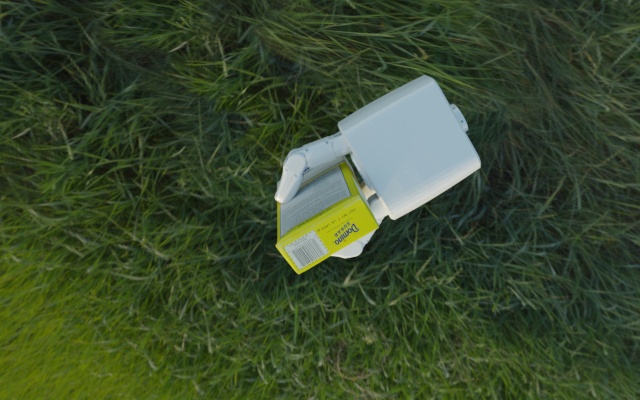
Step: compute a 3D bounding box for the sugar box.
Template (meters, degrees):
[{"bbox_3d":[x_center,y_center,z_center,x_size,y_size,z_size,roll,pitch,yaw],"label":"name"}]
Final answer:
[{"bbox_3d":[0.000,0.002,0.521,0.093,0.048,0.176,-30,18,8],"label":"sugar box"}]
